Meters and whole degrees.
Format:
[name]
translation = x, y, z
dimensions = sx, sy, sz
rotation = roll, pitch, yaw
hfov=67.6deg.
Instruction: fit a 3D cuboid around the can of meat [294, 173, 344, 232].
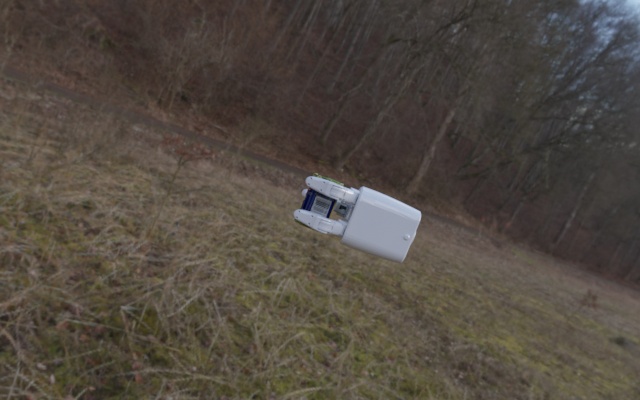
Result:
[can of meat]
translation = 0.000, 0.002, 0.795
dimensions = 0.057, 0.084, 0.102
rotation = 22, 4, 1
